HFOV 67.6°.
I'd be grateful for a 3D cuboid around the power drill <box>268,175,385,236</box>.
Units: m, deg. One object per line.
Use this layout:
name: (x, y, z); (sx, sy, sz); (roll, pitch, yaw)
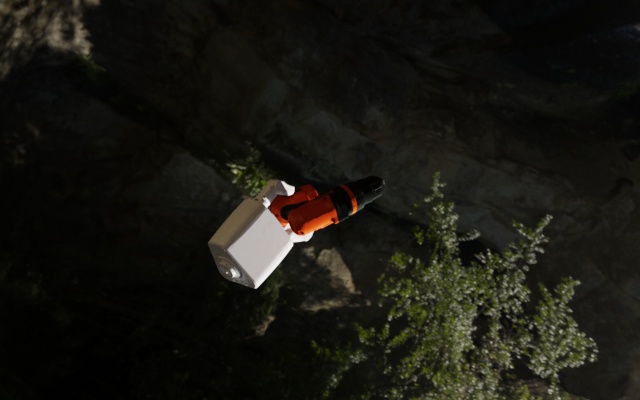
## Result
power drill: (0.000, 0.003, 0.851); (0.184, 0.057, 0.187); (-23, 9, -24)
